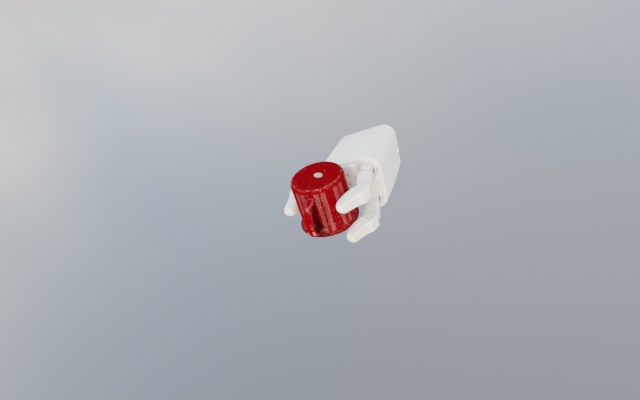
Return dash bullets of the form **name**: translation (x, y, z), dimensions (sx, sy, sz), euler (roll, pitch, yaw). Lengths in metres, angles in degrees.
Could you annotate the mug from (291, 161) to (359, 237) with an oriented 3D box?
- **mug**: translation (-0.001, 0.003, 0.707), dimensions (0.093, 0.081, 0.117), euler (0, 38, 25)
